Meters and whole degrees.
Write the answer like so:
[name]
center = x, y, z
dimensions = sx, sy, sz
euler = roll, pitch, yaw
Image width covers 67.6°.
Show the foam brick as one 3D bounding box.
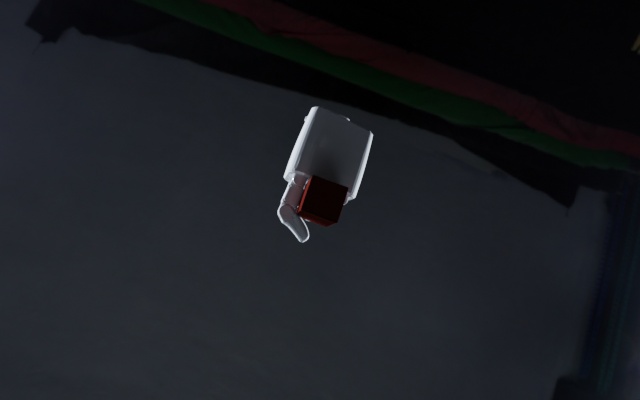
[foam brick]
center = 0.000, 0.002, 0.658
dimensions = 0.053, 0.051, 0.078
euler = 20, -10, -7
